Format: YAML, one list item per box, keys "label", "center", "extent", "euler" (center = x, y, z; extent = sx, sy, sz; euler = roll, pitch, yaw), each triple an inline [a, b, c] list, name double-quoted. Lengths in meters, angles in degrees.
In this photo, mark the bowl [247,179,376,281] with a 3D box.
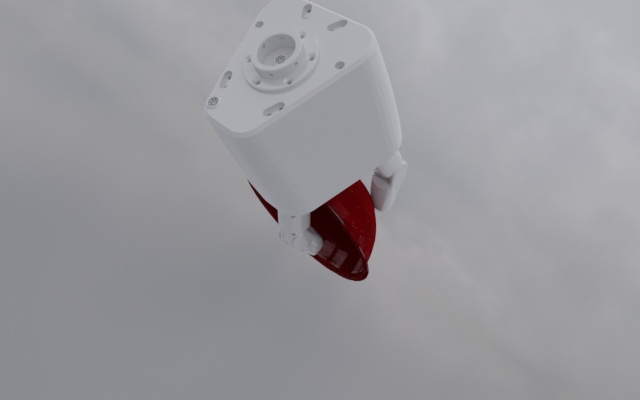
- label: "bowl"
  center: [0.000, 0.002, 0.460]
  extent: [0.055, 0.162, 0.162]
  euler: [-44, 18, -20]
